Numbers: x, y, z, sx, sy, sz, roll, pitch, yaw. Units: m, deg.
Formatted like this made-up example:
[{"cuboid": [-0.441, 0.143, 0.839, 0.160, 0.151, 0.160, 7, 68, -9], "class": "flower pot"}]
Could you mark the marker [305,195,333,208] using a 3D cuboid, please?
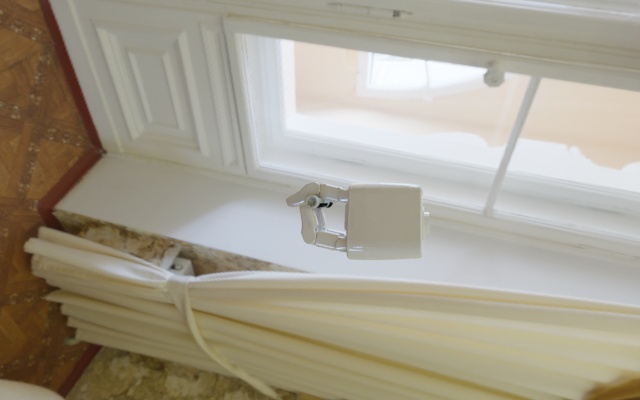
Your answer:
[{"cuboid": [0.000, 0.002, 0.736, 0.020, 0.020, 0.121, 0, -1, 13], "class": "marker"}]
